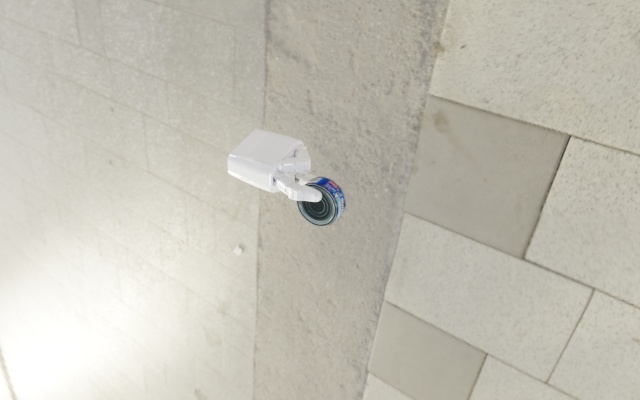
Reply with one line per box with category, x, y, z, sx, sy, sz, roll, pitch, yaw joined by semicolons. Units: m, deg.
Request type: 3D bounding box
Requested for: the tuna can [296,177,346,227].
tuna can;0.000;0.003;0.853;0.086;0.086;0.033;0;23;32
